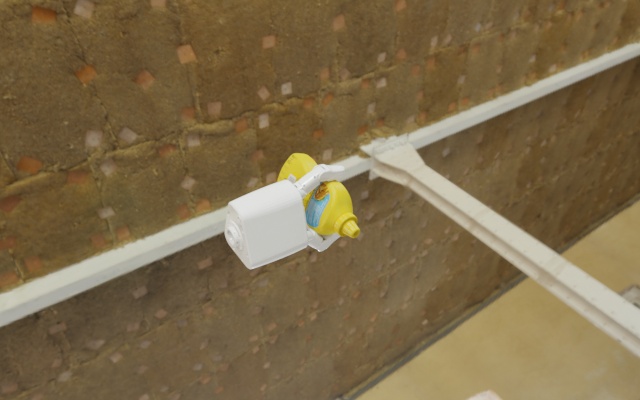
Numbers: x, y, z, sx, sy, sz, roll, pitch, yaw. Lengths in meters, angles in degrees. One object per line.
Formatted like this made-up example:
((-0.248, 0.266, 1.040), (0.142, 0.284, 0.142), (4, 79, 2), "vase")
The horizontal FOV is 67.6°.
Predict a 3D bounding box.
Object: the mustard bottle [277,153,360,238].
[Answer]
((0.000, 0.002, 0.820), (0.058, 0.096, 0.191), (1, 31, -44), "mustard bottle")
